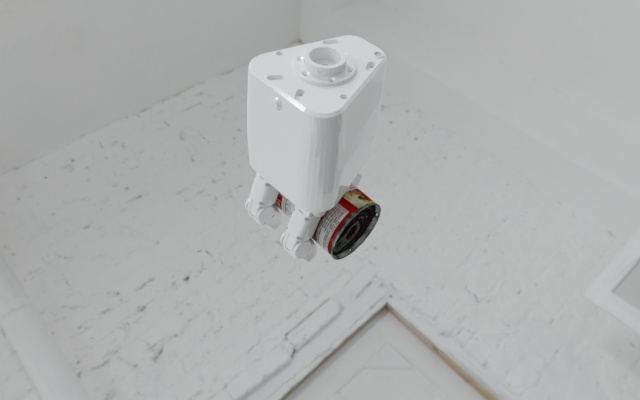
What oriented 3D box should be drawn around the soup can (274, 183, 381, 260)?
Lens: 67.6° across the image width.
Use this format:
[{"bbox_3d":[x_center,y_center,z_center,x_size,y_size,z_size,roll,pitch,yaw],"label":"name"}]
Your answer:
[{"bbox_3d":[0.000,0.002,0.480,0.102,0.068,0.068,40,19,25],"label":"soup can"}]
